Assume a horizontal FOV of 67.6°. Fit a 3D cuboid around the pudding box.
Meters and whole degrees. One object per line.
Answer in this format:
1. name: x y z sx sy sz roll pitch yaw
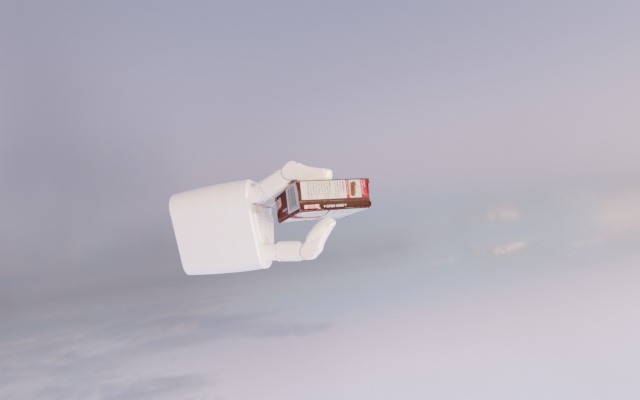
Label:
1. pudding box: 0.000 0.002 0.586 0.090 0.039 0.113 -4 -7 -18
